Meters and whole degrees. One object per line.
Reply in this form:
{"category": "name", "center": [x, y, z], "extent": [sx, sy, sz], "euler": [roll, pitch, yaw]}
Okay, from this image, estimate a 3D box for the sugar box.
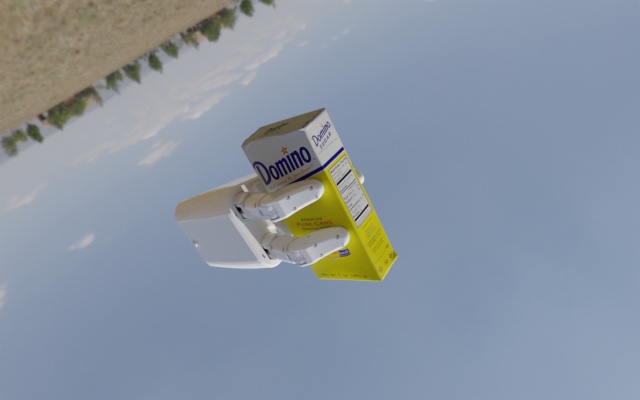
{"category": "sugar box", "center": [0.000, 0.002, 0.482], "extent": [0.093, 0.176, 0.048], "euler": [-8, 32, 43]}
